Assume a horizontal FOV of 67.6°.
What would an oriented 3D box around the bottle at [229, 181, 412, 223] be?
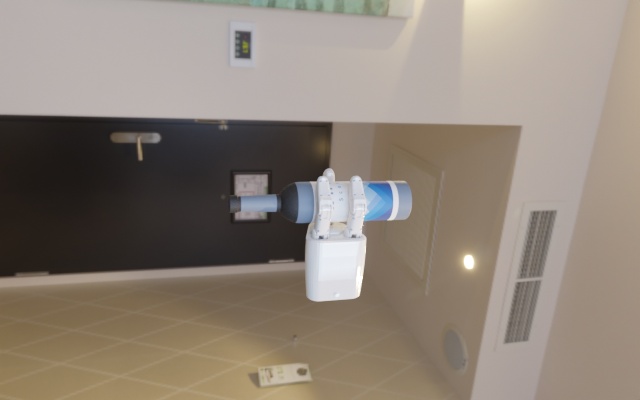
[{"bbox_3d":[0.000,0.002,0.780,0.296,0.069,0.069,-1,0,-15],"label":"bottle"}]
